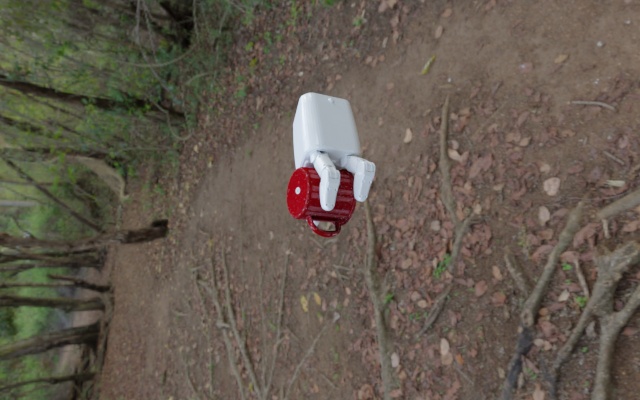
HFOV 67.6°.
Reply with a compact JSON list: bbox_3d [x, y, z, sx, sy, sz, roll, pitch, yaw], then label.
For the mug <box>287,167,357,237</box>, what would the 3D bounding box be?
[{"bbox_3d":[0.000,0.004,0.743,0.081,0.117,0.093,6,-28,-28],"label":"mug"}]
